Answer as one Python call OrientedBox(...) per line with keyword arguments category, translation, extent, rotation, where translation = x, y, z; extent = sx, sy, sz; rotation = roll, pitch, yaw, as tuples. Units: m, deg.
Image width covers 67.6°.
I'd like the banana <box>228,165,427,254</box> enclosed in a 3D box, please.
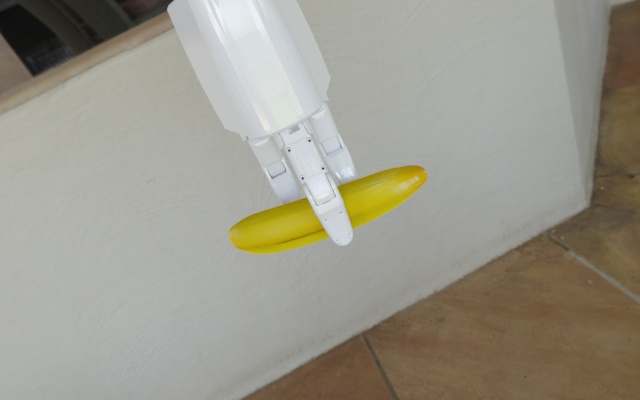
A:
OrientedBox(category="banana", translation=(-0.008, 0.011, 0.407), extent=(0.198, 0.037, 0.069), rotation=(-16, 22, 23))
